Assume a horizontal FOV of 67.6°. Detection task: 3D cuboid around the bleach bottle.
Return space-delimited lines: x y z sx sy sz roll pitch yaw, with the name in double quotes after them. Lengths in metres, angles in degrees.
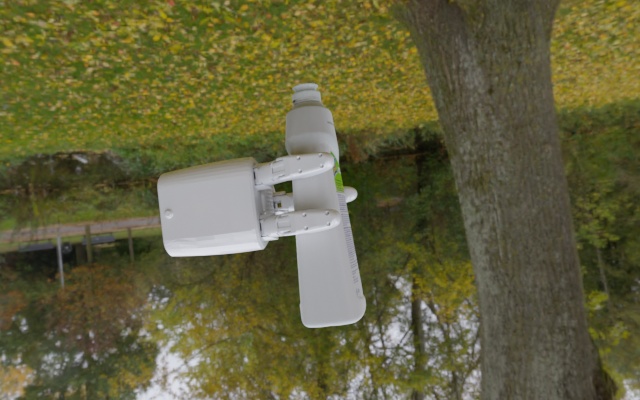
0.000 0.002 0.519 0.068 0.251 0.102 -7 -3 7 "bleach bottle"
